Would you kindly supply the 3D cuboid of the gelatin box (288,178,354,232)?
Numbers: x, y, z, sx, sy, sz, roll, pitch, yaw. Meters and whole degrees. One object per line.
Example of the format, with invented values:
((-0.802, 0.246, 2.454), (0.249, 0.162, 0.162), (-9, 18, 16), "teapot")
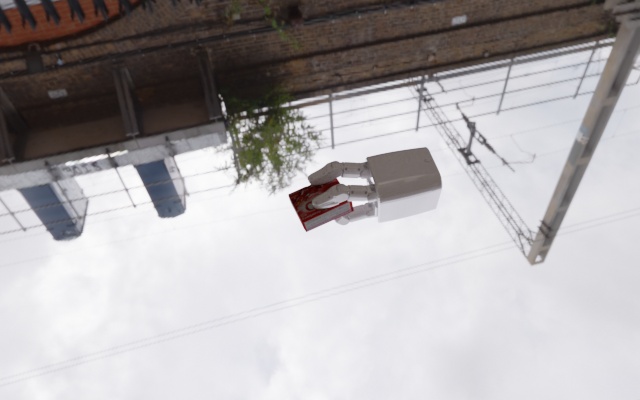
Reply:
((0.000, 0.003, 0.790), (0.089, 0.030, 0.073), (-24, 47, -6), "gelatin box")
